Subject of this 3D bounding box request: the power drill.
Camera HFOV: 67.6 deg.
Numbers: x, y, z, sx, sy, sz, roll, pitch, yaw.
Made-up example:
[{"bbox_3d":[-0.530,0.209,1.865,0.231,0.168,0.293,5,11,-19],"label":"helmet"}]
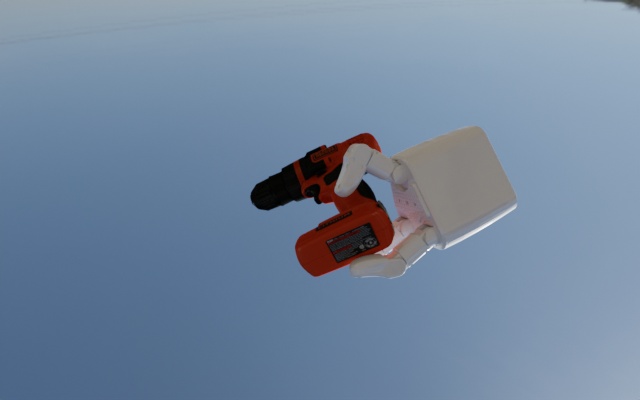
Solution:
[{"bbox_3d":[0.000,0.002,0.572,0.184,0.057,0.187,-25,35,9],"label":"power drill"}]
